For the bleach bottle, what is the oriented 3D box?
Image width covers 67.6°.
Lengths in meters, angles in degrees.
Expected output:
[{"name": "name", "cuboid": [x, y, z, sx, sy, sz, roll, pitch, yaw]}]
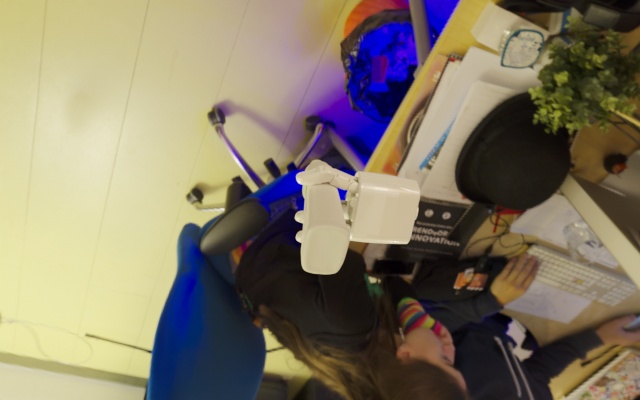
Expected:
[{"name": "bleach bottle", "cuboid": [0.000, 0.003, 0.804, 0.068, 0.103, 0.250, 6, 36, -8]}]
